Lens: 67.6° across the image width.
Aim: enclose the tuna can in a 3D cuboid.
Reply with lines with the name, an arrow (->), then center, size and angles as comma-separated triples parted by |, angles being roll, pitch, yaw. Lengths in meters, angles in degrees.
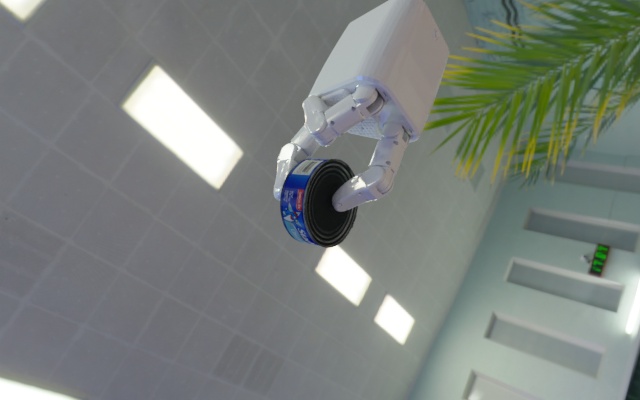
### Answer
tuna can -> 0.000, 0.002, 0.467 | 0.034, 0.086, 0.086 | 7, 4, 38
